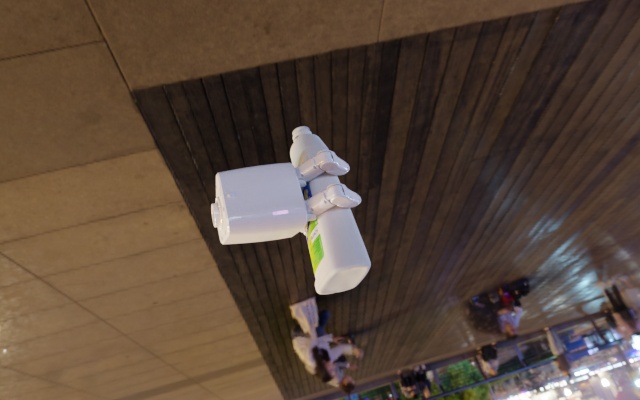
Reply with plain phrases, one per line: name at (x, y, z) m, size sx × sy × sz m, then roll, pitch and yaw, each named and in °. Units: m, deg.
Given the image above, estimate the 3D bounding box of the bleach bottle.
bleach bottle at (0.000, 0.002, 0.704) m, size 0.068 × 0.250 × 0.103 m, roll -7°, pitch -29°, yaw -19°
